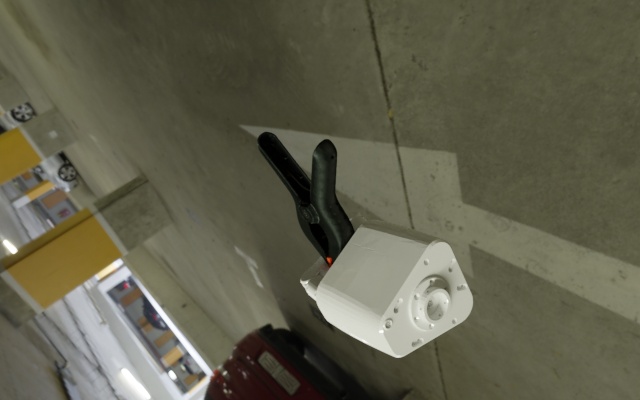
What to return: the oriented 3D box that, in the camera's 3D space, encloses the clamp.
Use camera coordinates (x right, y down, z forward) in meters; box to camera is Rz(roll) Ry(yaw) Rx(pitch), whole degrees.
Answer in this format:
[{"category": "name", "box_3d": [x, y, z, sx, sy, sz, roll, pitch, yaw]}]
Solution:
[{"category": "clamp", "box_3d": [0.000, 0.002, 0.507, 0.039, 0.171, 0.120, -36, 22, -20]}]
